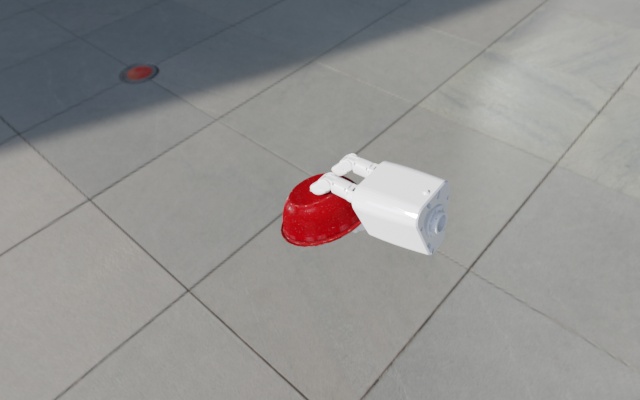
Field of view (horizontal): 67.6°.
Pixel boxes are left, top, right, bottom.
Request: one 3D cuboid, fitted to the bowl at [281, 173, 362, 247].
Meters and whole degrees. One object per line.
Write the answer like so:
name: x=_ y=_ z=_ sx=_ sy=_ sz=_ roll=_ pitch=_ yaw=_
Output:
bowl: x=-0.001 y=0.002 z=0.780 sx=0.162 sy=0.055 sz=0.162 roll=-18 pitch=30 yaw=11
